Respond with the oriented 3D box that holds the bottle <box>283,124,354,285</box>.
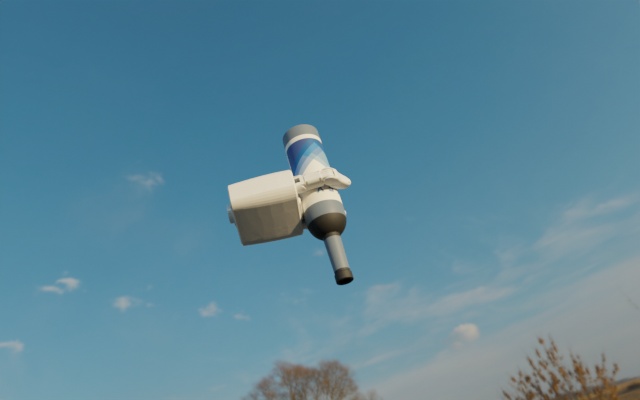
[{"bbox_3d":[0.000,0.002,0.794,0.069,0.295,0.069,-12,-32,-8],"label":"bottle"}]
